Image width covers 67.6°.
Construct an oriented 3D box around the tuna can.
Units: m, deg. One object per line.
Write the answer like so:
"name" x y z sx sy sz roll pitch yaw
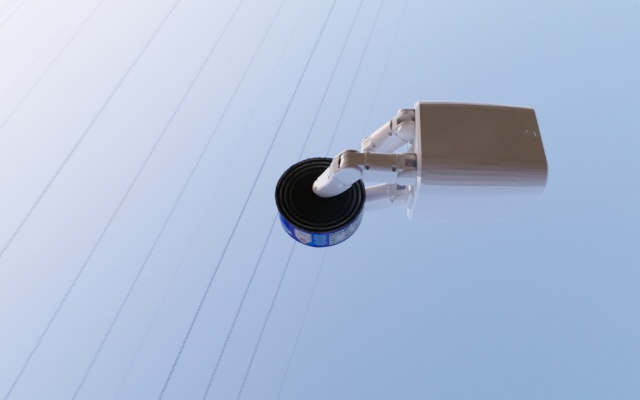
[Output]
"tuna can" 0.000 0.002 0.462 0.086 0.086 0.034 0 -33 1
